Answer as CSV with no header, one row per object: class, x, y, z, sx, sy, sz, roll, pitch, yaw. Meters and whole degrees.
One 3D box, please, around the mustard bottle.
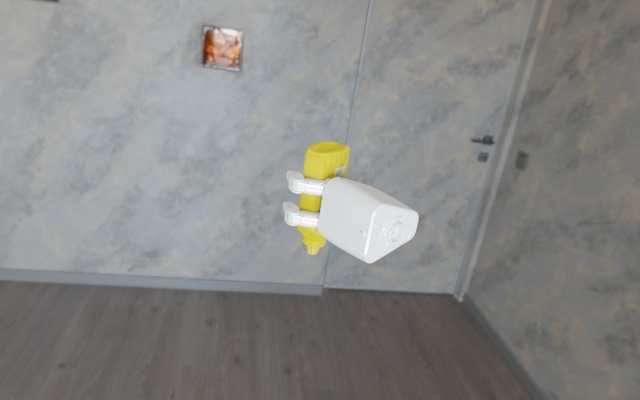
mustard bottle,0.000,0.002,0.795,0.058,0.192,0.096,18,23,23
